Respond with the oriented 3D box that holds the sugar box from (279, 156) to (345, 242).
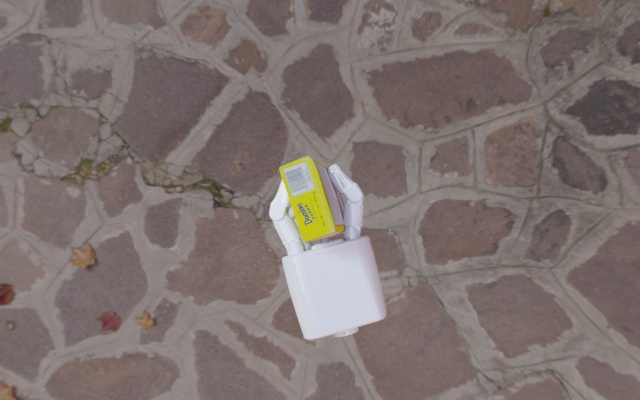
[{"bbox_3d":[0.000,0.002,0.619,0.048,0.093,0.176,-18,-6,7],"label":"sugar box"}]
